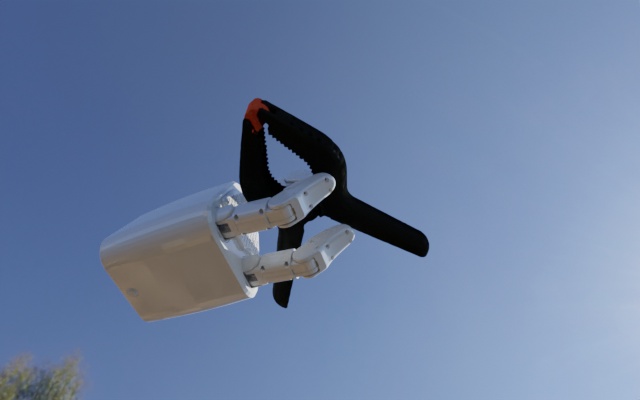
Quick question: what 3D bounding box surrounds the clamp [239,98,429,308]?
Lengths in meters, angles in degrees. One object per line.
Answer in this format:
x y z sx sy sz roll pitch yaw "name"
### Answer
0.000 0.001 0.430 0.164 0.210 0.036 -17 30 9 "clamp"
